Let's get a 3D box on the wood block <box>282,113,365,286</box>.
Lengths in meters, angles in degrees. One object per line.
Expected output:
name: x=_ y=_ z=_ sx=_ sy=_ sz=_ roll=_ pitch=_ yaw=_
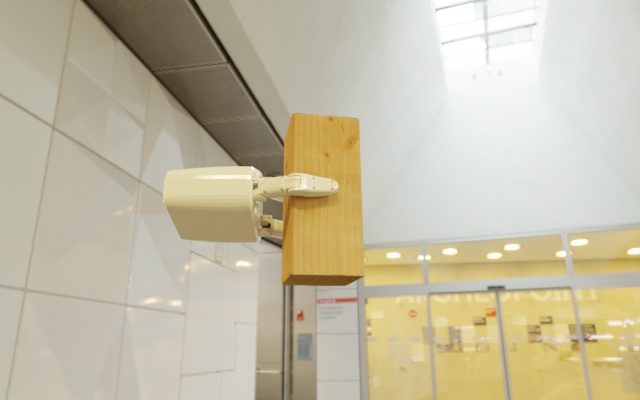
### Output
wood block: x=0.000 y=0.002 z=0.621 sx=0.090 sy=0.206 sz=0.091 roll=3 pitch=-17 yaw=-11
